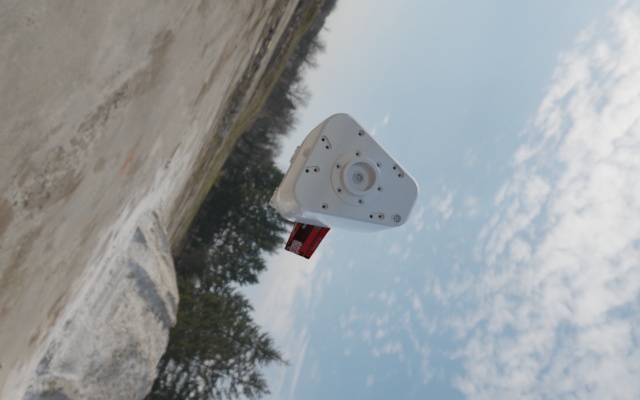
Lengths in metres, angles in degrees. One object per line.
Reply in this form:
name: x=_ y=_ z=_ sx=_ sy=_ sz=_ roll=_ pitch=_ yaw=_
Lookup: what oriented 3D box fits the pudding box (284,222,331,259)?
pudding box: x=0.000 y=0.002 z=0.569 sx=0.039 sy=0.113 sz=0.090 roll=27 pitch=-37 yaw=-5
